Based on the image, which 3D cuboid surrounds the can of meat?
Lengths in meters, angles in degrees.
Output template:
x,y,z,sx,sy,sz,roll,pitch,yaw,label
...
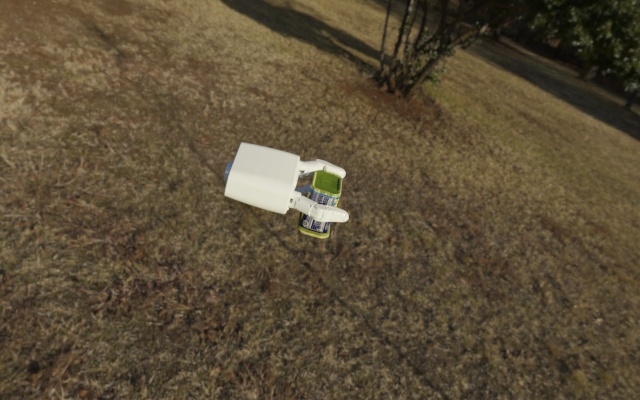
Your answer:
x,y,z,sx,sy,sz,roll,pitch,yaw,label
0.000,0.002,0.829,0.057,0.084,0.102,16,24,-3,can of meat
